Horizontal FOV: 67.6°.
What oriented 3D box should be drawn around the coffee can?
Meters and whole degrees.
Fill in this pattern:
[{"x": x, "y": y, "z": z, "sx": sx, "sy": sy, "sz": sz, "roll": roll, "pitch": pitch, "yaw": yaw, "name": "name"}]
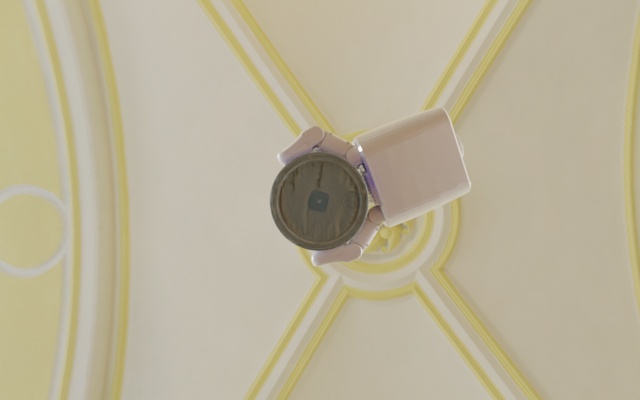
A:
[{"x": 0.000, "y": 0.002, "z": 0.560, "sx": 0.103, "sy": 0.103, "sz": 0.140, "roll": 0, "pitch": -1, "yaw": 1, "name": "coffee can"}]
